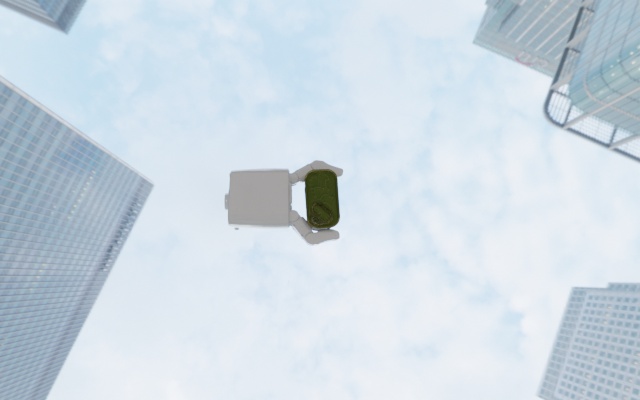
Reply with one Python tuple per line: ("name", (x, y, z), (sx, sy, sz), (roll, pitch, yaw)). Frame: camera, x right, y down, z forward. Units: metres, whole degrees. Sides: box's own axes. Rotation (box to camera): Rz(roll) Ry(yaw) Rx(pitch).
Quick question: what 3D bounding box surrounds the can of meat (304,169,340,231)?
("can of meat", (0.000, 0.003, 0.851), (0.057, 0.102, 0.084), (-3, -9, -5))
